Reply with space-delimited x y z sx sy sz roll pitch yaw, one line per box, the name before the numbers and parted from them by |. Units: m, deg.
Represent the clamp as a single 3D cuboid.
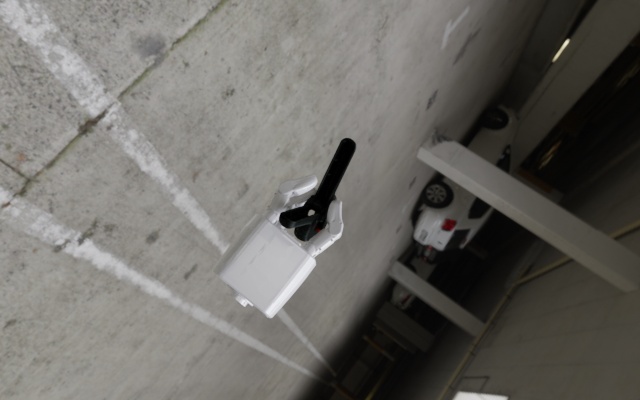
clamp | 0.001 0.003 0.742 0.036 0.164 0.210 35 -16 13
